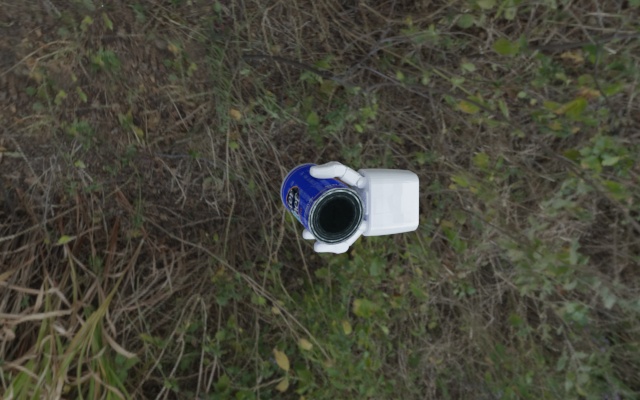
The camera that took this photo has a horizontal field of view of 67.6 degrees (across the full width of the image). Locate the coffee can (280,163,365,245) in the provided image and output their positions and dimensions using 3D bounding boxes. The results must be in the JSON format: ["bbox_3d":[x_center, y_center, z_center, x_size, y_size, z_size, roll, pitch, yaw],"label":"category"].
[{"bbox_3d":[0.000,0.003,0.838,0.103,0.103,0.140,0,20,-25],"label":"coffee can"}]
